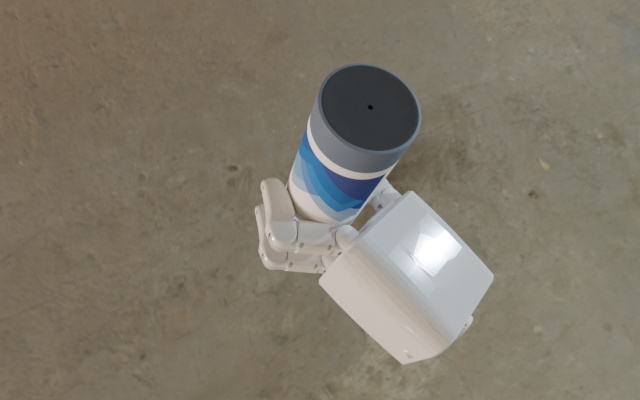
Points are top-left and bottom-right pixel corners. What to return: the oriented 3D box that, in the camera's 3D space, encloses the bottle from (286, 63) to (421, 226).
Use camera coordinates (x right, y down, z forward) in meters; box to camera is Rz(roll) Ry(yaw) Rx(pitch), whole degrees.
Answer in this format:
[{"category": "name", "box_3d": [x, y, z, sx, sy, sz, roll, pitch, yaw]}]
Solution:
[{"category": "bottle", "box_3d": [0.000, 0.001, 0.422, 0.069, 0.069, 0.296, 0, -23, -13]}]
